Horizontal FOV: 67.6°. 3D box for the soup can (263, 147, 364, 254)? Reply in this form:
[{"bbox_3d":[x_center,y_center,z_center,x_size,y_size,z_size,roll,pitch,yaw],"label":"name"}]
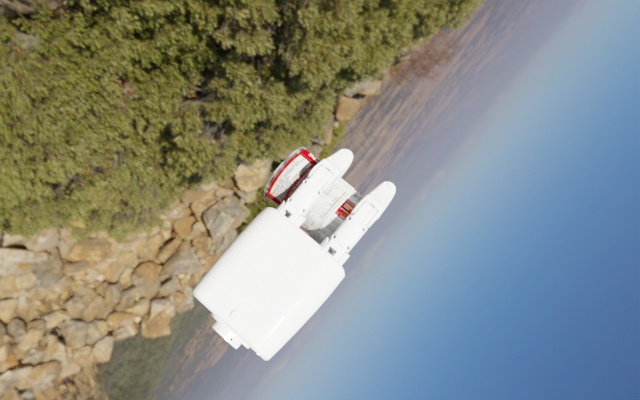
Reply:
[{"bbox_3d":[0.001,0.002,0.500,0.102,0.068,0.068,40,7,8],"label":"soup can"}]
